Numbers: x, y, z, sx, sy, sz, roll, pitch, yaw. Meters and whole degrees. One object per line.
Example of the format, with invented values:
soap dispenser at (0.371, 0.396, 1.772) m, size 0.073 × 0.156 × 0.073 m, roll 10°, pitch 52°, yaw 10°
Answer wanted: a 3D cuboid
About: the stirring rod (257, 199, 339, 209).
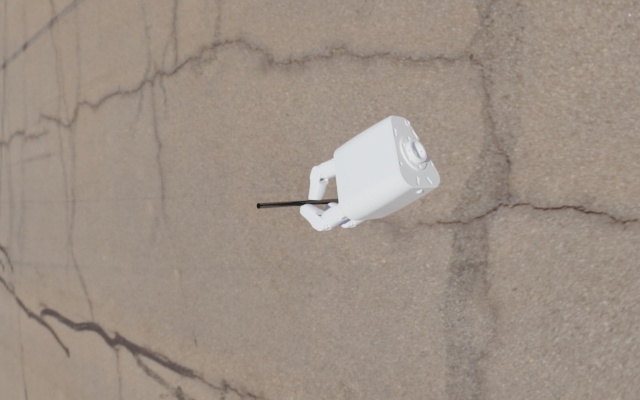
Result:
stirring rod at (0.000, 0.002, 0.733) m, size 0.011 × 0.011 × 0.239 m, roll 0°, pitch 2°, yaw 45°
